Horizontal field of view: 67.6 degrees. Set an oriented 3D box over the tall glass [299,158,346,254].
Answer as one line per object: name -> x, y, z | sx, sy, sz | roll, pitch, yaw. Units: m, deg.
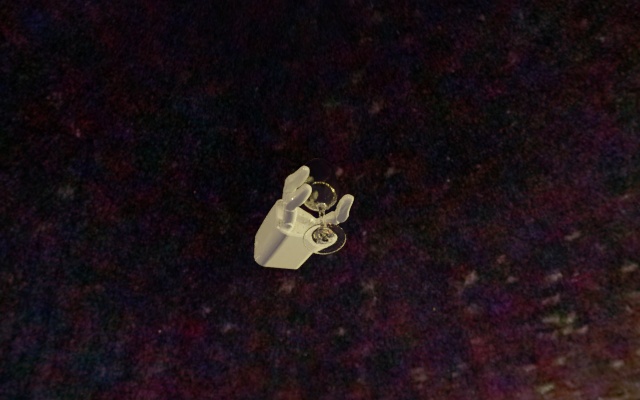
tall glass -> 0.000, 0.003, 0.891 | 0.079, 0.079, 0.200 | 0, 40, -5
